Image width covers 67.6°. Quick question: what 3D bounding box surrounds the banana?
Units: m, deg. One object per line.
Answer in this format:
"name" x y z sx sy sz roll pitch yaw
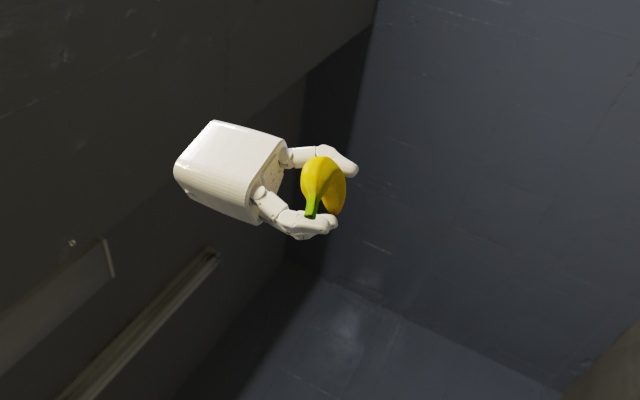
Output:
"banana" 0.004 -0.016 0.566 0.037 0.069 0.198 15 3 11
